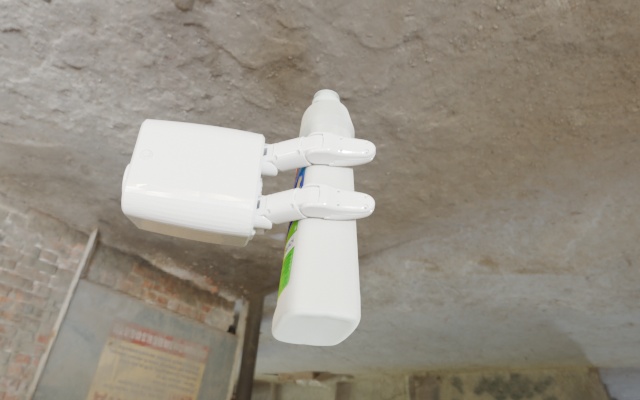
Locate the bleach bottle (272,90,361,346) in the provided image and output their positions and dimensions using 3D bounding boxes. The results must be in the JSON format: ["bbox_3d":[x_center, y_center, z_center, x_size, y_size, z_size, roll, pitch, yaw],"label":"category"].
[{"bbox_3d":[0.000,0.002,0.461,0.068,0.250,0.103,8,-31,-10],"label":"bleach bottle"}]
